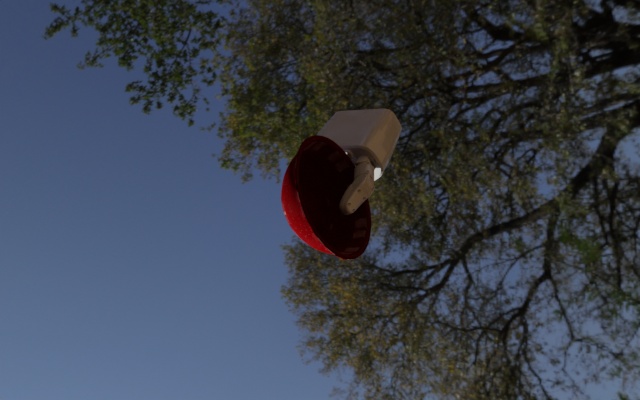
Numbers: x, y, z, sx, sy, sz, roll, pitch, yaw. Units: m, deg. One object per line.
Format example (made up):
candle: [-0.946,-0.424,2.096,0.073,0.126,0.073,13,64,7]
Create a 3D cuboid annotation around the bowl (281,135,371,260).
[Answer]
bowl: [-0.001,0.003,0.605,0.055,0.162,0.162,-20,-11,31]
